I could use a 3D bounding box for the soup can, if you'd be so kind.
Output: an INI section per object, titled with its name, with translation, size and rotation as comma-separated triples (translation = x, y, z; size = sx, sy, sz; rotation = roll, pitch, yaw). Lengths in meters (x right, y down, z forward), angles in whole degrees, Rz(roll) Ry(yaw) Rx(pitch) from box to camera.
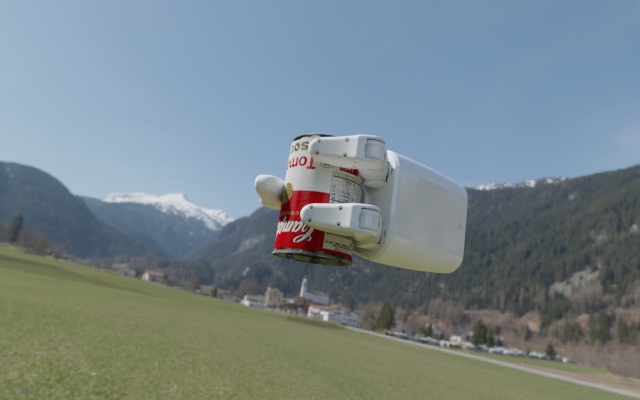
[soup can]
translation = 0.000, 0.001, 0.415
size = 0.068, 0.102, 0.068
rotation = 8, -12, 2
